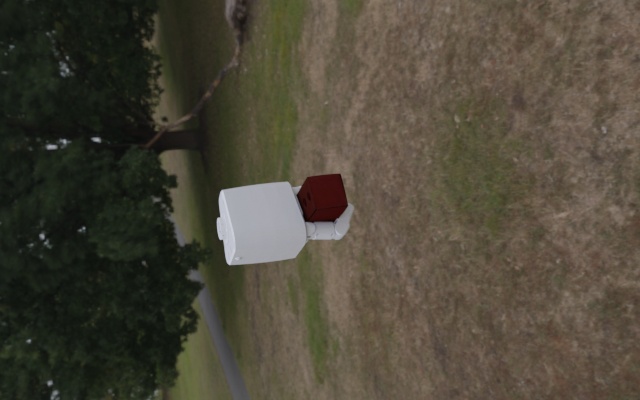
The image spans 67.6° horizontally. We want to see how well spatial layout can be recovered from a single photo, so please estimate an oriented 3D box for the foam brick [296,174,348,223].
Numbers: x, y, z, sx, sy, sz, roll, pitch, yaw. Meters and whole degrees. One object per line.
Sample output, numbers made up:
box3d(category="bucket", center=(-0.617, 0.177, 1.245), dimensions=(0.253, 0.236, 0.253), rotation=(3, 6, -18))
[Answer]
box3d(category="foam brick", center=(0.000, 0.002, 0.698), dimensions=(0.051, 0.053, 0.078), rotation=(-5, -23, -20))
